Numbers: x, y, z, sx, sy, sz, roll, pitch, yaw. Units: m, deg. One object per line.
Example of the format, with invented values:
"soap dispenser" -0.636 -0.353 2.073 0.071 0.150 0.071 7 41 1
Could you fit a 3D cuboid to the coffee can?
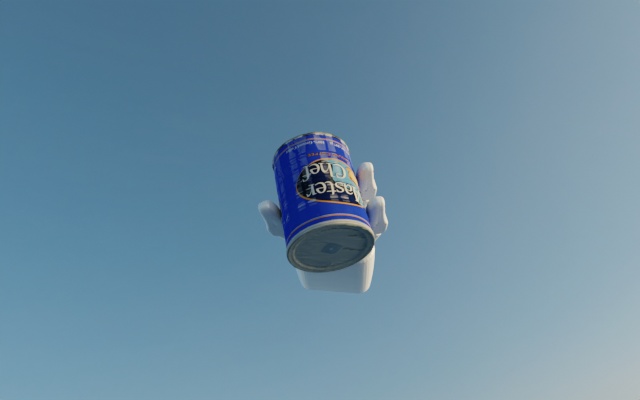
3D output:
"coffee can" 0.000 0.002 0.584 0.103 0.140 0.103 -8 -37 -6
